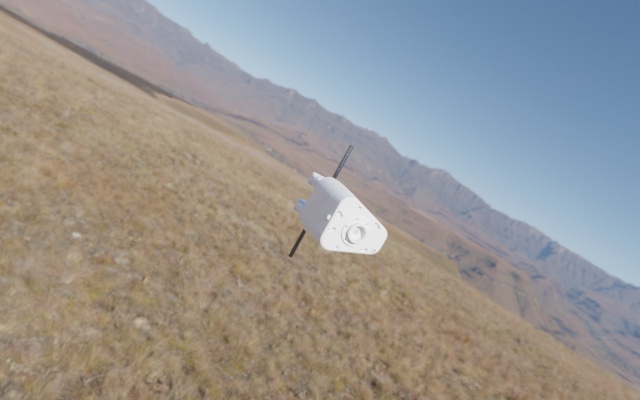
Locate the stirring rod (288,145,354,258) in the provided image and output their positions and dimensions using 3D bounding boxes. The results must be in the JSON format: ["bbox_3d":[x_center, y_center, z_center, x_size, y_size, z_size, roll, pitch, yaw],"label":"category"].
[{"bbox_3d":[0.000,0.003,0.897,0.011,0.239,0.011,29,7,-4],"label":"stirring rod"}]
